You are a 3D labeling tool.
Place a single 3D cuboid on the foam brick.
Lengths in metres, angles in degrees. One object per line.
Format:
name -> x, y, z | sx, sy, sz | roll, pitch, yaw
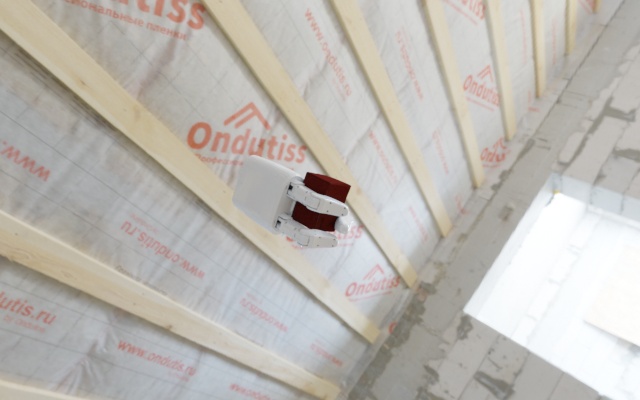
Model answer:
foam brick -> 0.000, 0.002, 0.715 | 0.051, 0.078, 0.053 | 28, 13, 38
